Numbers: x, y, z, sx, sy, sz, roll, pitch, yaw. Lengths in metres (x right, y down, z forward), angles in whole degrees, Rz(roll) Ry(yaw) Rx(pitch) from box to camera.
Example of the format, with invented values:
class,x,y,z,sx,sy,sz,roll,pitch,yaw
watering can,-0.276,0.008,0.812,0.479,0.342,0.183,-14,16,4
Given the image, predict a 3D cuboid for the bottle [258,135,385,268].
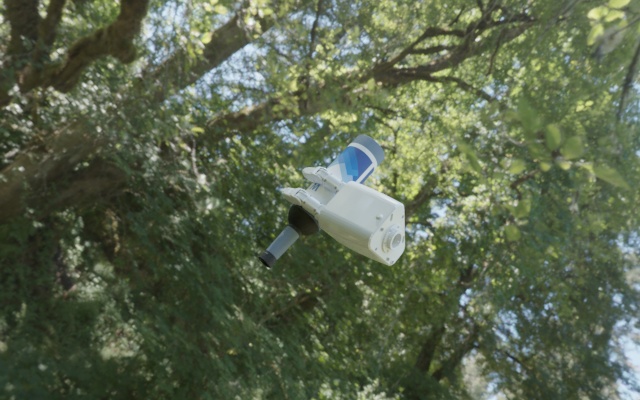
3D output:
class,x,y,z,sx,sy,sz,roll,pitch,yaw
bottle,0.000,0.003,0.842,0.295,0.069,0.069,-47,21,-21
